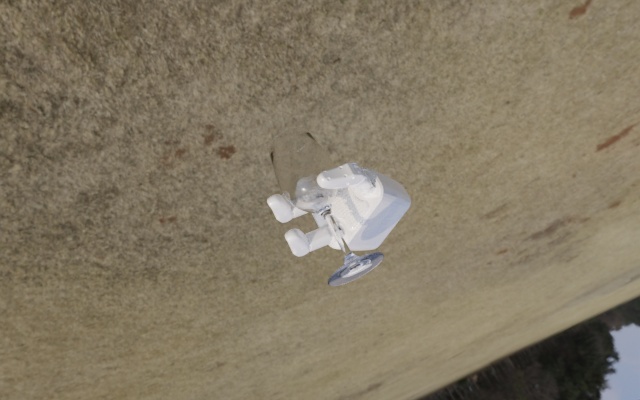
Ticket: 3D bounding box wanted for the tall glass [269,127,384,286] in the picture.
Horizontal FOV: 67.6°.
[{"bbox_3d":[0.000,0.002,0.603,0.079,0.201,0.079,-23,-24,-11],"label":"tall glass"}]
